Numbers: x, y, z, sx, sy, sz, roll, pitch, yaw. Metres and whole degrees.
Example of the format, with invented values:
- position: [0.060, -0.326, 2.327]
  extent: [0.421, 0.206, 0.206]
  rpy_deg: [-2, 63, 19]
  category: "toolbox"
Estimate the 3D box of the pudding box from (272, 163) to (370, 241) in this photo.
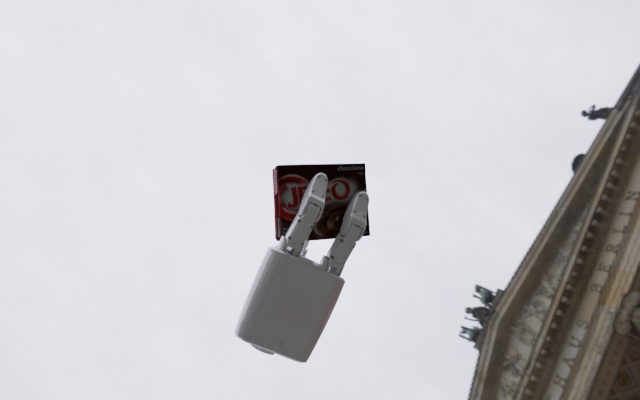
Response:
- position: [0.000, 0.002, 0.578]
  extent: [0.113, 0.090, 0.039]
  rpy_deg: [-3, -2, -18]
  category: "pudding box"
